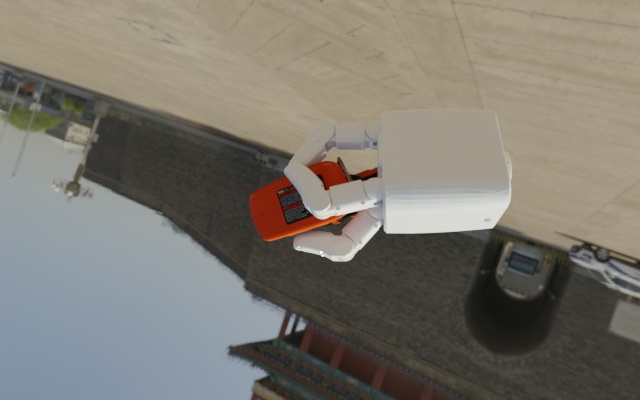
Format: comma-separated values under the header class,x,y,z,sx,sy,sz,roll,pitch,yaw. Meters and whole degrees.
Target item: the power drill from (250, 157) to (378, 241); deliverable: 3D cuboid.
class,x,y,z,sx,sy,sz,roll,pitch,yaw
power drill,0.000,0.002,0.542,0.184,0.057,0.187,-23,-5,23
